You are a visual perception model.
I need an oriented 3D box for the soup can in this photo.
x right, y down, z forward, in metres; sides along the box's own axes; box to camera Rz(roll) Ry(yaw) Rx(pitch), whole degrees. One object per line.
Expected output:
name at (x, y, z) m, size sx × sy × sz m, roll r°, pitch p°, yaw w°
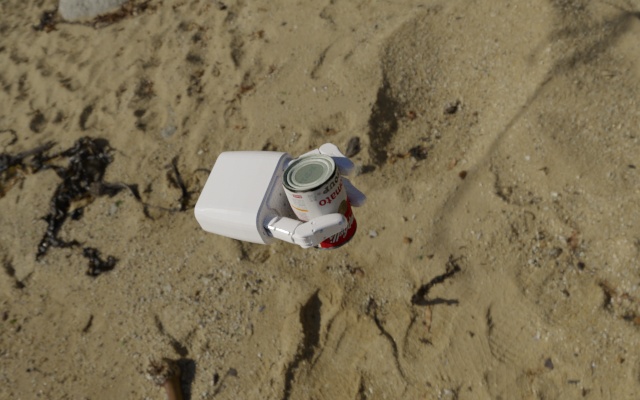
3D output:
soup can at (0.000, 0.002, 0.580) m, size 0.068 × 0.102 × 0.068 m, roll -12°, pitch 41°, yaw 11°
